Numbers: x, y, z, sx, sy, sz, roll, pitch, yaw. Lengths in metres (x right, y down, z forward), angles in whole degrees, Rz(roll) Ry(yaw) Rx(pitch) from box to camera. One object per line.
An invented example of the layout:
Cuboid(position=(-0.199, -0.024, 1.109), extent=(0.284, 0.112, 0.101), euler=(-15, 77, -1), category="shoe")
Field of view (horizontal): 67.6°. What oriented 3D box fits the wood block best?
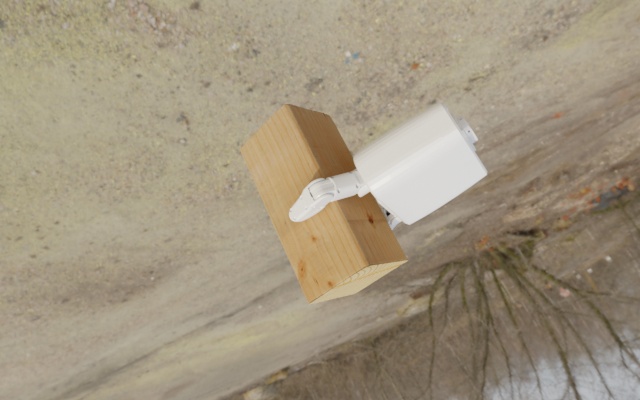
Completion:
Cuboid(position=(0.000, 0.002, 0.553), extent=(0.090, 0.206, 0.091), euler=(-39, -24, 30), category="wood block")
